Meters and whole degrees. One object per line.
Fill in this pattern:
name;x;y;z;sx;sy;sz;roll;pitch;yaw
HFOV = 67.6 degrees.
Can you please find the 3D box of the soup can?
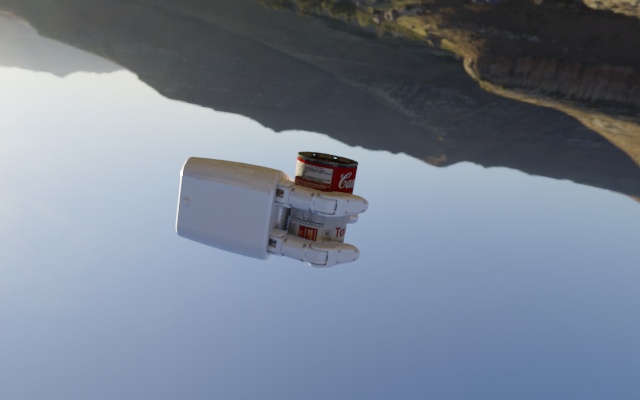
soup can;0.001;0.002;0.533;0.068;0.102;0.068;9;12;-2
